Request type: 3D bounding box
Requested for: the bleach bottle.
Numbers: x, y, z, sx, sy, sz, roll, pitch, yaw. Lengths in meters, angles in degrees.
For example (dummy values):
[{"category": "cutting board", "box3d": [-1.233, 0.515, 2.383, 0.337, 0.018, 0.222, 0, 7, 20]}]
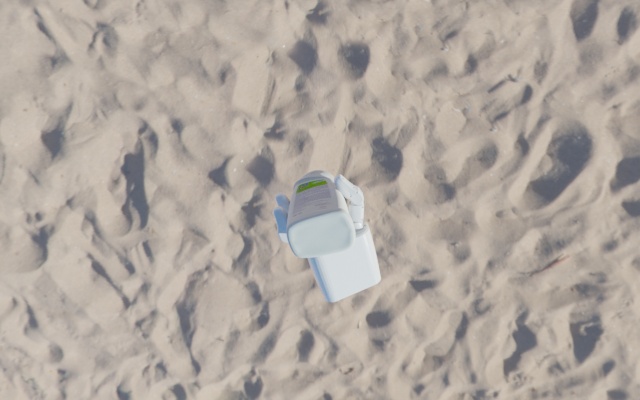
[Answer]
[{"category": "bleach bottle", "box3d": [0.000, 0.003, 0.798, 0.102, 0.068, 0.250, -13, 23, 6]}]
